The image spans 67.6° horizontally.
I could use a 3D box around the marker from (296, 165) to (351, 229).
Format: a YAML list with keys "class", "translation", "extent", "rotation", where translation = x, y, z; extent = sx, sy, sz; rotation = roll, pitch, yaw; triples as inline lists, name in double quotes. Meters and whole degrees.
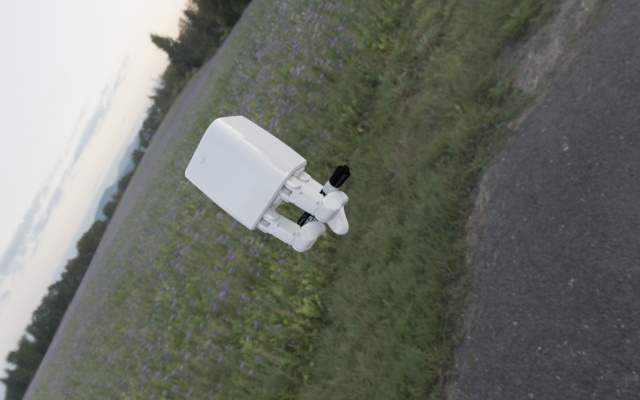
- class: "marker"
  translation: [0.000, 0.002, 0.600]
  extent: [0.020, 0.020, 0.121]
  rotation: [0, -44, -45]
